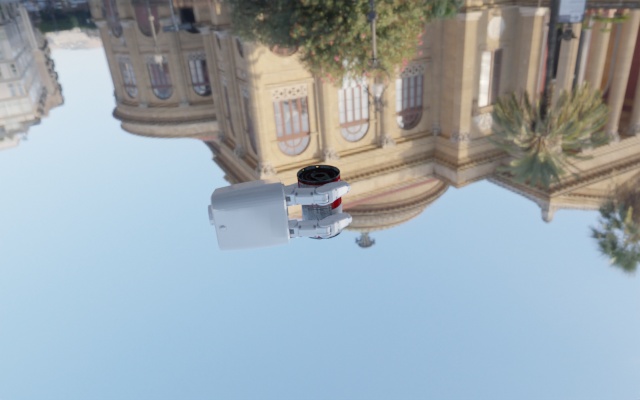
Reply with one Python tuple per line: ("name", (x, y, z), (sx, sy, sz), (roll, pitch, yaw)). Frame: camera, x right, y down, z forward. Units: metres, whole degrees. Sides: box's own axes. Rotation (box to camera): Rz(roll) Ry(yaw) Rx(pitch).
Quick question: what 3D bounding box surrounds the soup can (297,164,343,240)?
("soup can", (0.001, 0.003, 0.757), (0.068, 0.102, 0.068), (-4, 26, 2))
